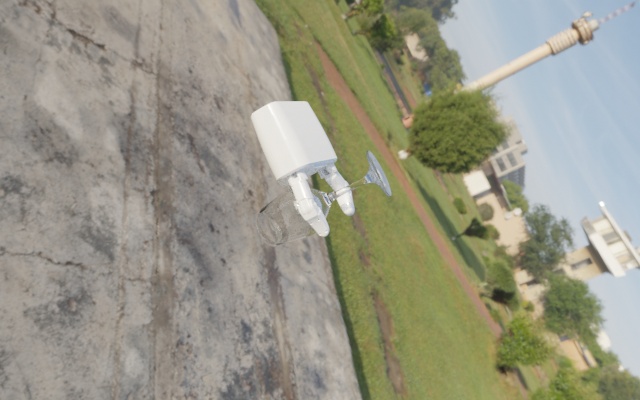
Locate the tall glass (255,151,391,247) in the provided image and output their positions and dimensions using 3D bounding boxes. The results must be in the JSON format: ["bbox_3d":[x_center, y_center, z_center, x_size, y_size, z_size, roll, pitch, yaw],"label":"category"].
[{"bbox_3d":[0.001,0.002,0.720,0.201,0.079,0.079,-27,-8,17],"label":"tall glass"}]
